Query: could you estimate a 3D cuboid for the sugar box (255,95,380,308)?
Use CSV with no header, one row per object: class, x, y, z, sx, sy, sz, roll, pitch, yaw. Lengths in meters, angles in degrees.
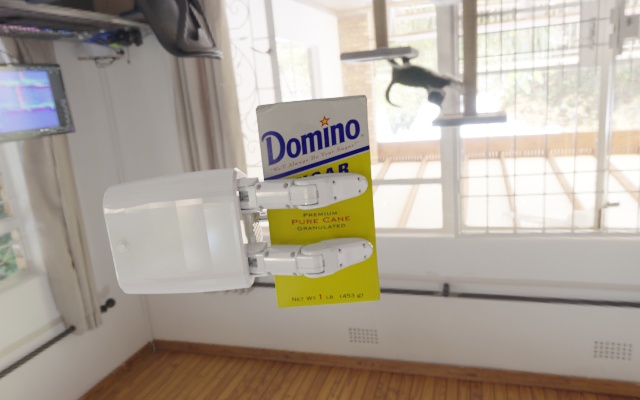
sugar box,0.000,0.002,0.414,0.093,0.176,0.048,-5,14,2
